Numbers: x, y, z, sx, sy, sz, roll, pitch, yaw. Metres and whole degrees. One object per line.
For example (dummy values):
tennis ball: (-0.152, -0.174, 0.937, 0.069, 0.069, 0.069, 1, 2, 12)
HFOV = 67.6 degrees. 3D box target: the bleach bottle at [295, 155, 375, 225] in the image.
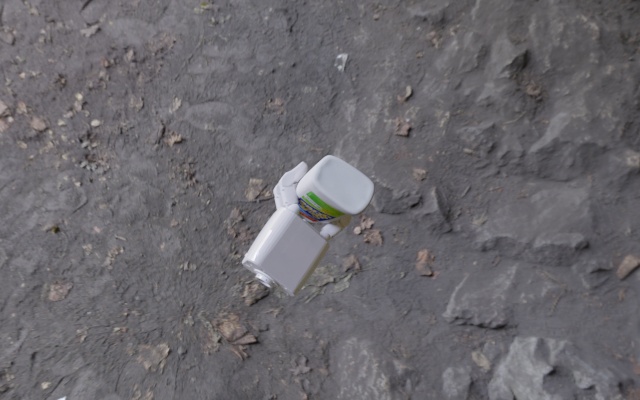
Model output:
bleach bottle: (0.000, 0.003, 0.830, 0.102, 0.068, 0.251, 35, -20, -6)
